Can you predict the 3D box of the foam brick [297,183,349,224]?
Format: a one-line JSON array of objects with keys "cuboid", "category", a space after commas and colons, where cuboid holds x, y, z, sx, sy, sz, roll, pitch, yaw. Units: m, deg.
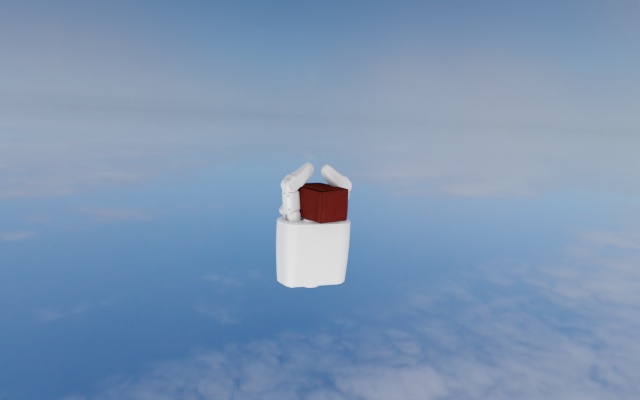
[{"cuboid": [0.000, 0.002, 0.748, 0.053, 0.051, 0.078, -4, 12, -35], "category": "foam brick"}]
